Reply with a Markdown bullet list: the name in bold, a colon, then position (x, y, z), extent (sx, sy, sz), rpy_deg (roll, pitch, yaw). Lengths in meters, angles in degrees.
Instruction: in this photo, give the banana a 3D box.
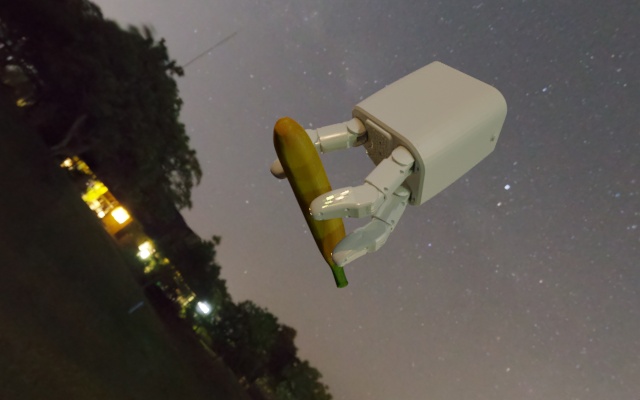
- **banana**: position (-0.005, -0.005, 0.455), extent (0.037, 0.198, 0.069), rpy_deg (-25, 36, -5)
